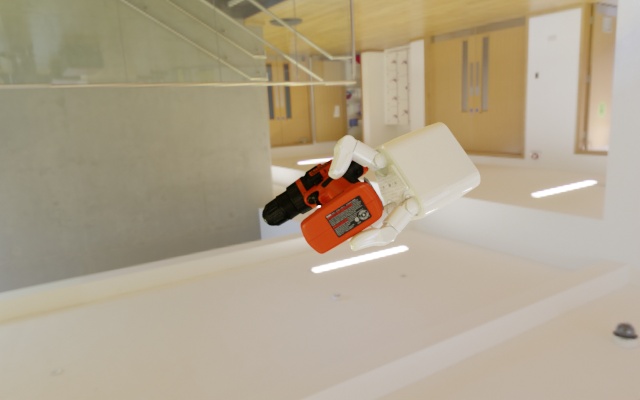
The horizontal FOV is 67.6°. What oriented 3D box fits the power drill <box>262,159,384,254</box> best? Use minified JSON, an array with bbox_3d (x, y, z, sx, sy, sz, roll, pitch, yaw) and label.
[{"bbox_3d":[0.000,0.002,0.670,0.184,0.057,0.187,-34,22,3],"label":"power drill"}]
